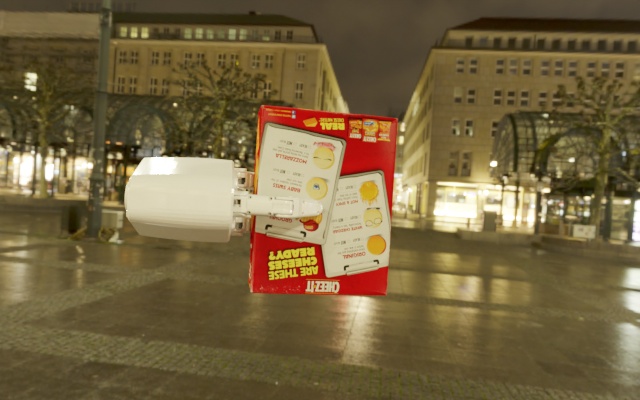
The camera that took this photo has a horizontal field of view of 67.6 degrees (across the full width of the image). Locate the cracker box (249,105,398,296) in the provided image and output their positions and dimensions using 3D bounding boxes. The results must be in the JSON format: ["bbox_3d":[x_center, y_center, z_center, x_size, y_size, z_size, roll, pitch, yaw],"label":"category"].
[{"bbox_3d":[0.000,0.002,0.580,0.164,0.213,0.072,3,1,-11],"label":"cracker box"}]
